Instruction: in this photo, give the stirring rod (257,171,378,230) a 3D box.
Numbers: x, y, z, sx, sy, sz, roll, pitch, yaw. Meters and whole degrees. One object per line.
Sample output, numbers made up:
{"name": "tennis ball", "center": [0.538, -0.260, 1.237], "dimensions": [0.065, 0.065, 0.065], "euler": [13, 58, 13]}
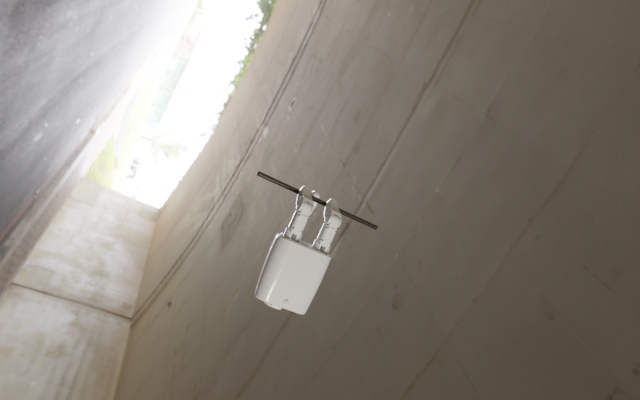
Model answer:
{"name": "stirring rod", "center": [0.000, 0.003, 0.821], "dimensions": [0.239, 0.011, 0.011], "euler": [25, -10, -22]}
